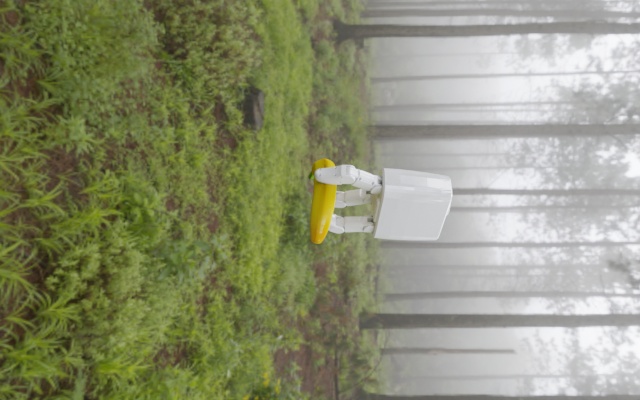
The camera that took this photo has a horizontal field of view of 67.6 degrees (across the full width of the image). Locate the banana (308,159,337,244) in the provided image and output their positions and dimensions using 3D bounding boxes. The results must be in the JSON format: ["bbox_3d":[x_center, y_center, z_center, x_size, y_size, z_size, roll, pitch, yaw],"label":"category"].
[{"bbox_3d":[0.004,-0.015,0.744,0.037,0.070,0.197,10,31,-7],"label":"banana"}]
